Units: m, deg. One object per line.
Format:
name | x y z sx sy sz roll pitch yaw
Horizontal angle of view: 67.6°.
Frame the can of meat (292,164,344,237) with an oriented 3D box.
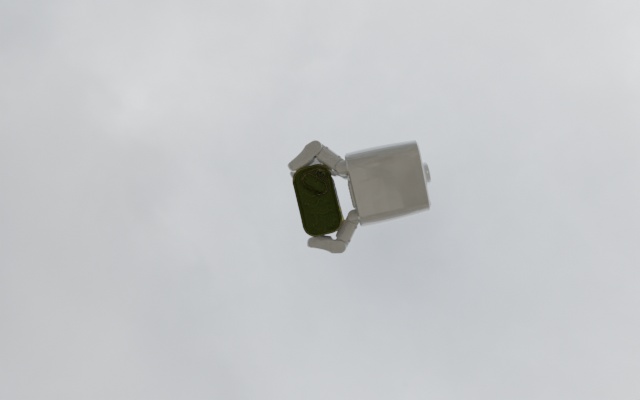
can of meat | 0.000 0.002 0.719 0.057 0.102 0.084 -14 -6 6
